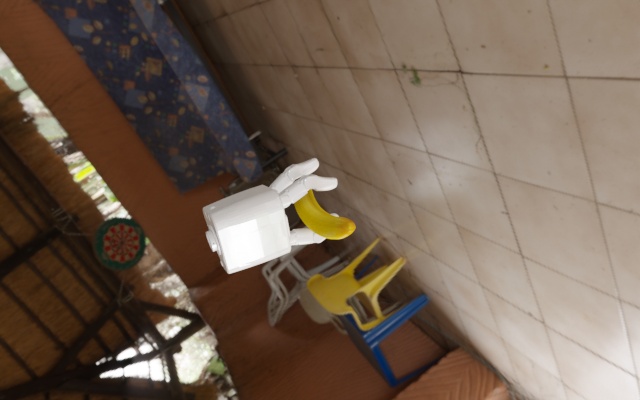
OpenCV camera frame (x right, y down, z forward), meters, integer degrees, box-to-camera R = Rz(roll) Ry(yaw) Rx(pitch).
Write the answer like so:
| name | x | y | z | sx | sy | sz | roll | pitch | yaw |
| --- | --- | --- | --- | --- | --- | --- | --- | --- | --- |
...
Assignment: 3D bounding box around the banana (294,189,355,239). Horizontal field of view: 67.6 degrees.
| name | x | y | z | sx | sy | sz | roll | pitch | yaw |
| --- | --- | --- | --- | --- | --- | --- | --- | --- | --- |
| banana | -0.004 | 0.017 | 0.765 | 0.037 | 0.070 | 0.197 | -5 | 31 | -26 |
